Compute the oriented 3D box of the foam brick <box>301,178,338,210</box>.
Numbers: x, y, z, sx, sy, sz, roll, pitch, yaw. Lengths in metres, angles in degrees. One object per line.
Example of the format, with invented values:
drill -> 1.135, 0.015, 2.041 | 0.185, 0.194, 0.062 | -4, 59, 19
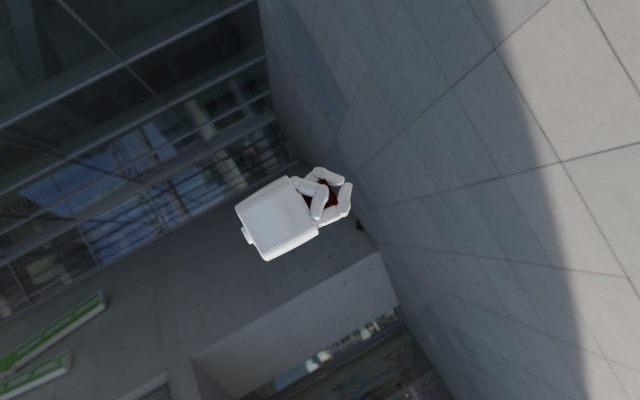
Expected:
foam brick -> 0.000, 0.003, 0.874 | 0.051, 0.053, 0.078 | -30, -15, -4
